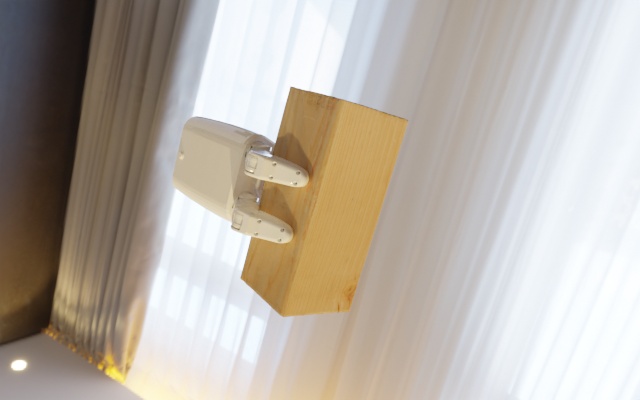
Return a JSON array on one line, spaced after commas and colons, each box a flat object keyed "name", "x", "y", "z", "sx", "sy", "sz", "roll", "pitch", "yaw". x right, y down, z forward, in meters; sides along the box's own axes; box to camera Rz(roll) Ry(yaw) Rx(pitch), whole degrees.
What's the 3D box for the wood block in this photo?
[{"name": "wood block", "x": 0.000, "y": 0.002, "z": 0.485, "sx": 0.091, "sy": 0.206, "sz": 0.090, "roll": 6, "pitch": 14, "yaw": -41}]
